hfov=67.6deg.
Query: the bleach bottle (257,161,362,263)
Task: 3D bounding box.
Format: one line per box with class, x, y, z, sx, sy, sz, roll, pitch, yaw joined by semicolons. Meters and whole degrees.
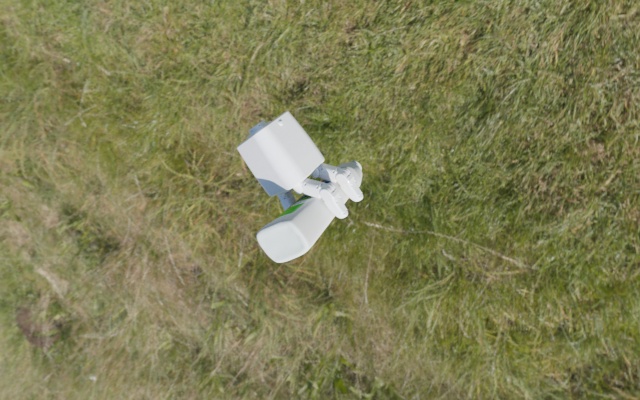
bleach bottle;0.000;0.003;0.832;0.102;0.068;0.250;-25;15;43
